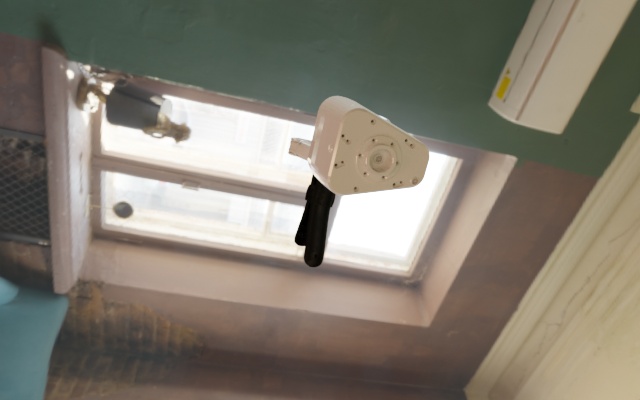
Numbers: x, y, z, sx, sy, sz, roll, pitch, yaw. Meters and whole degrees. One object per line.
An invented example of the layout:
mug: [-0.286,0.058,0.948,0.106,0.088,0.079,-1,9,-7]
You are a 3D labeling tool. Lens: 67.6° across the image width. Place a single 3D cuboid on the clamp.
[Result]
clamp: [0.001,0.002,0.629,0.039,0.171,0.120,8,16,-17]
